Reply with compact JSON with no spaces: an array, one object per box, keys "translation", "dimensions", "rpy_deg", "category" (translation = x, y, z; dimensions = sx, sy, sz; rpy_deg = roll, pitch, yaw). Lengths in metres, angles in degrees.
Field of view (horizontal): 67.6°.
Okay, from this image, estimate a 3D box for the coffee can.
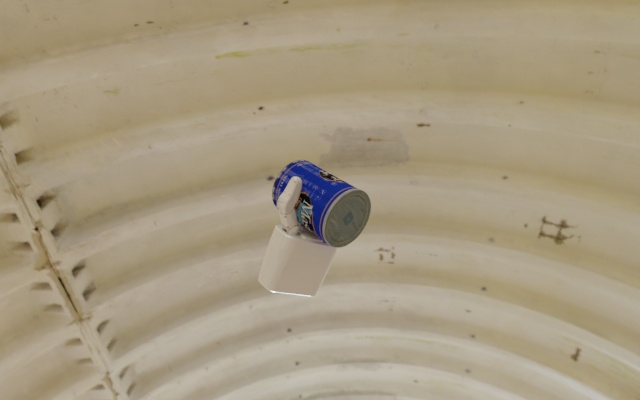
[{"translation":[0.000,0.003,0.809],"dimensions":[0.103,0.103,0.140],"rpy_deg":[0,24,-46],"category":"coffee can"}]
